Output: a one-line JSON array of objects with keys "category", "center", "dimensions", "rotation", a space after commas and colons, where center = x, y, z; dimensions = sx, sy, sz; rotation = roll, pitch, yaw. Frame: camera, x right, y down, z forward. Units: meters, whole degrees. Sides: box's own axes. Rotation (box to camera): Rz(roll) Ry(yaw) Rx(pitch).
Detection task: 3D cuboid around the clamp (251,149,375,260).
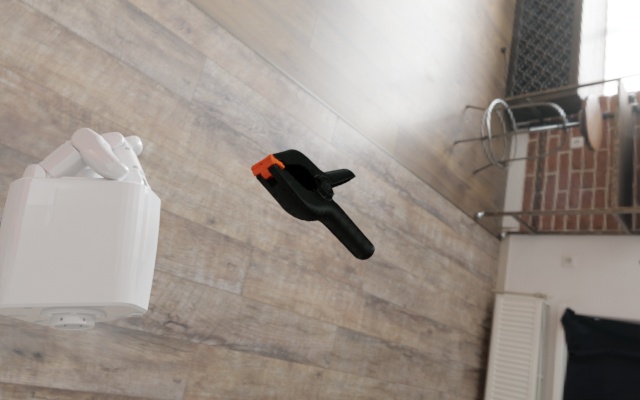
[{"category": "clamp", "center": [0.000, 0.001, 0.510], "dimensions": [0.039, 0.120, 0.171], "rotation": [-38, -31, 27]}]
